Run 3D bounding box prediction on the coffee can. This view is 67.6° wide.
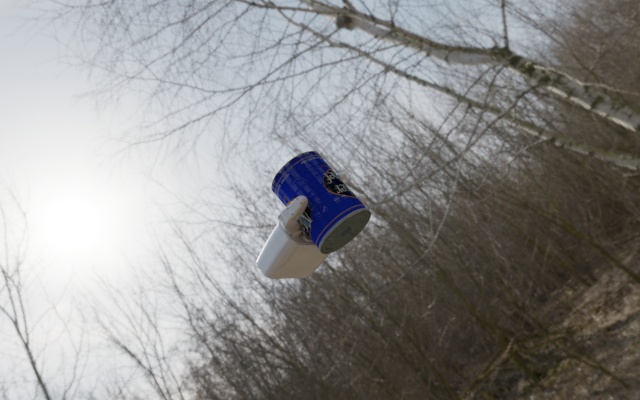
[{"bbox_3d":[0.000,0.003,0.788,0.103,0.140,0.103,-33,-23,-16],"label":"coffee can"}]
